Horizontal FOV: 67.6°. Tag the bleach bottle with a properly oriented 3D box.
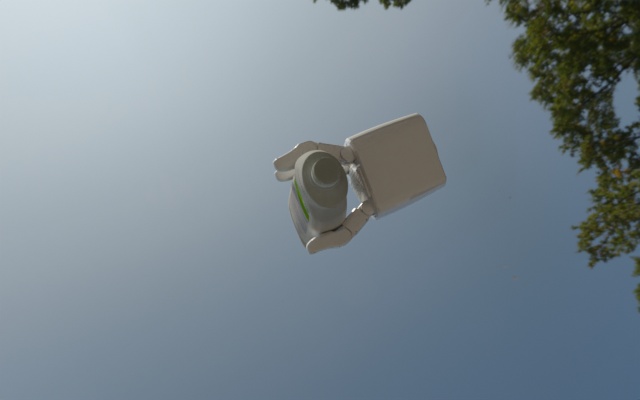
[{"bbox_3d":[0.000,0.002,0.622,0.068,0.102,0.251,-23,-9,-9],"label":"bleach bottle"}]
